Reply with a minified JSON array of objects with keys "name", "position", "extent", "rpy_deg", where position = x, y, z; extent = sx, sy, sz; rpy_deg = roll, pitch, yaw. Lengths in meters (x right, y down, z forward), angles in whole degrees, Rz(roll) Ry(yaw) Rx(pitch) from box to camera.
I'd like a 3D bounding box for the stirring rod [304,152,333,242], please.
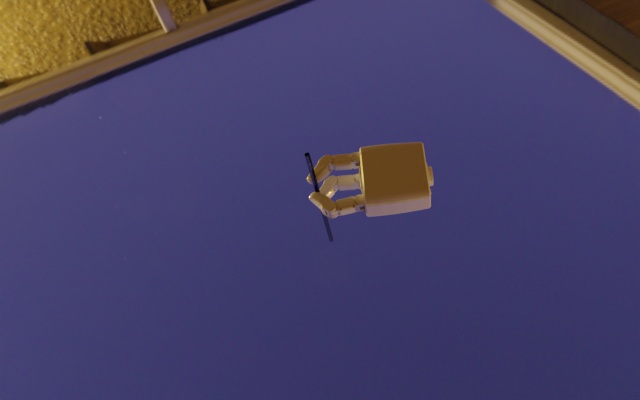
[{"name":"stirring rod","position":[0.000,0.003,0.829],"extent":[0.011,0.011,0.240],"rpy_deg":[0,-38,13]}]
